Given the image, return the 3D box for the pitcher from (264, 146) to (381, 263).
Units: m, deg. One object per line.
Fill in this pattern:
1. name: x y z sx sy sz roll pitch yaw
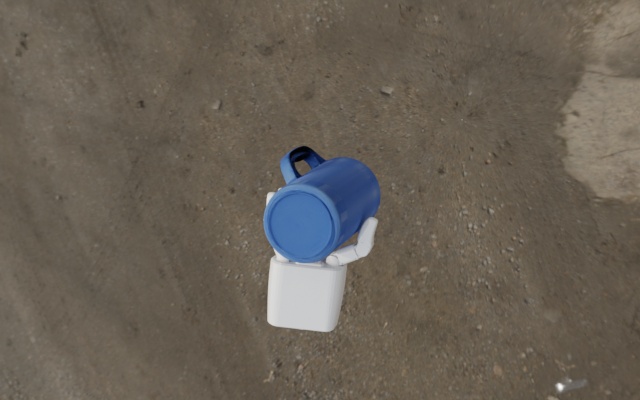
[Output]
1. pitcher: 0.000 0.003 0.728 0.149 0.145 0.243 11 13 15
